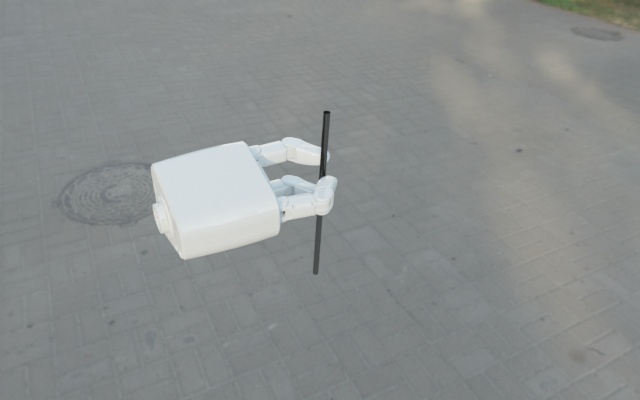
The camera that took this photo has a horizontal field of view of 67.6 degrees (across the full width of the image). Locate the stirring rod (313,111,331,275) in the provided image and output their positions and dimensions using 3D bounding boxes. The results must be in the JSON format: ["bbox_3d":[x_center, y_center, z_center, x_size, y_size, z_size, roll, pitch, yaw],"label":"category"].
[{"bbox_3d":[0.000,0.002,0.588,0.011,0.240,0.011,3,36,-2],"label":"stirring rod"}]
